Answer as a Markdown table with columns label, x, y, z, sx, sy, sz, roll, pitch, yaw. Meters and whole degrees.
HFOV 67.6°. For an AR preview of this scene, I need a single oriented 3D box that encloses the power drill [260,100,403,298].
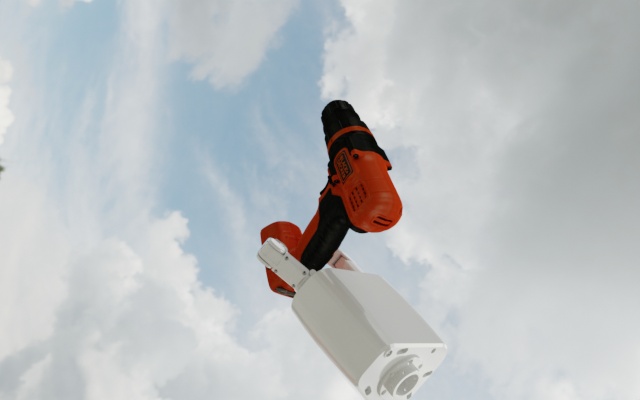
| label | x | y | z | sx | sy | sz | roll | pitch | yaw |
| --- | --- | --- | --- | --- | --- | --- | --- | --- | --- |
| power drill | 0.000 | 0.002 | 0.520 | 0.057 | 0.188 | 0.184 | 16 | 37 | -28 |
